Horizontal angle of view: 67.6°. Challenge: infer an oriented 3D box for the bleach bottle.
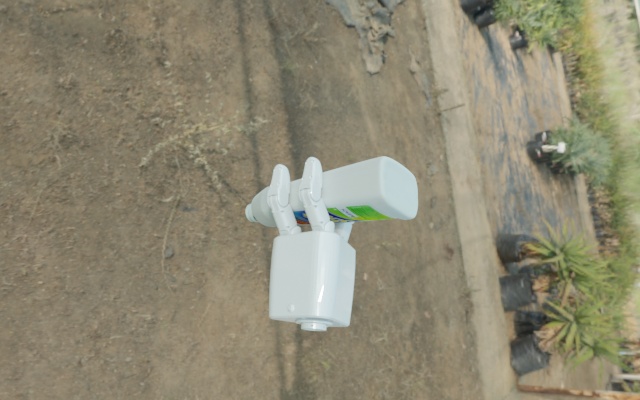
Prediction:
[{"bbox_3d":[0.000,0.002,0.666,0.251,0.068,0.102,-11,-24,36],"label":"bleach bottle"}]
